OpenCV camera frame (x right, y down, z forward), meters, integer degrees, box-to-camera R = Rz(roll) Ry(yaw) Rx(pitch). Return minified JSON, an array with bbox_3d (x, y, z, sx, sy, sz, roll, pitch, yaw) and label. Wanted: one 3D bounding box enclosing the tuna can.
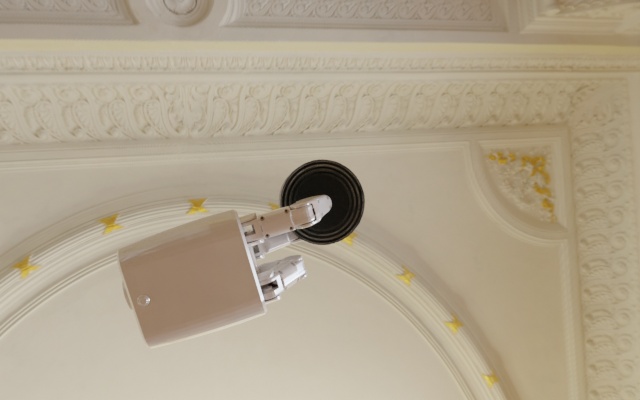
[{"bbox_3d":[0.000,0.002,0.492,0.086,0.086,0.034,0,1,-9],"label":"tuna can"}]
